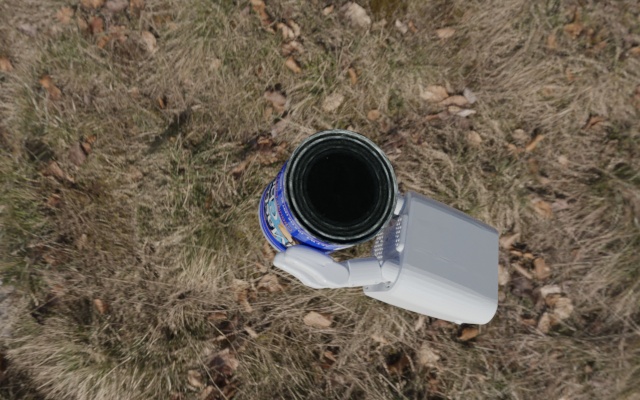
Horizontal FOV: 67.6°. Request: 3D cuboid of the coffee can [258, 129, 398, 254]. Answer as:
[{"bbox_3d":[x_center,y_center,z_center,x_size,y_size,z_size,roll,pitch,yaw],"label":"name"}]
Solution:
[{"bbox_3d":[0.000,0.001,0.469,0.103,0.102,0.140,0,-11,-16],"label":"coffee can"}]
